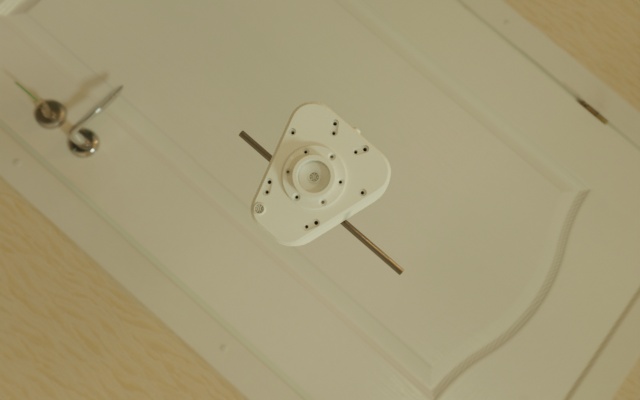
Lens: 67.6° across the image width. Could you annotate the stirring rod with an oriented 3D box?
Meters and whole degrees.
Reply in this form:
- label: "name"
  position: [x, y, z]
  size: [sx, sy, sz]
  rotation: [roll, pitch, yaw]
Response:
- label: "stirring rod"
  position: [0.000, 0.002, 0.539]
  size: [0.239, 0.011, 0.011]
  rotation: [41, 2, 3]
